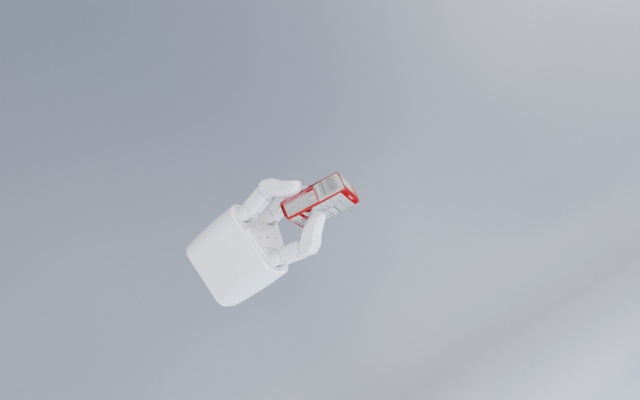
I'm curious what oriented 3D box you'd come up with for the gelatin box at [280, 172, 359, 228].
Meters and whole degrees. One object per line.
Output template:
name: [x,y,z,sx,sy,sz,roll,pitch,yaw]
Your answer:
gelatin box: [0.001,0.002,0.642,0.089,0.030,0.073,-28,-21,12]
